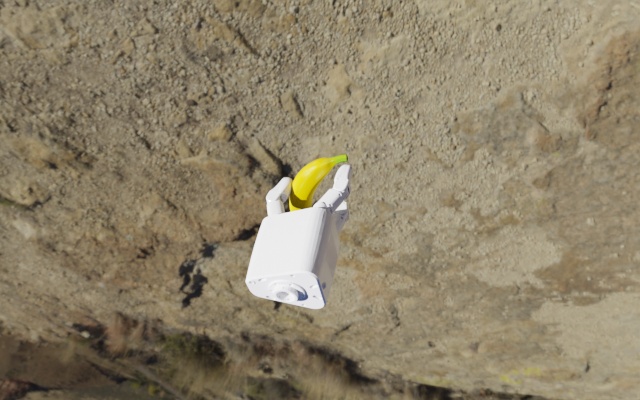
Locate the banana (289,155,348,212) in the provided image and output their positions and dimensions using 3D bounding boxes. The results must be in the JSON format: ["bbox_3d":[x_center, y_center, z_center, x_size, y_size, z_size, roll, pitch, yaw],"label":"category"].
[{"bbox_3d":[-0.017,-0.004,0.773,0.069,0.037,0.198,15,-41,-7],"label":"banana"}]
